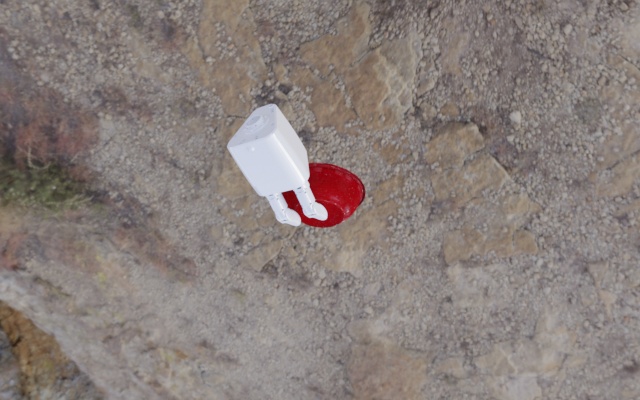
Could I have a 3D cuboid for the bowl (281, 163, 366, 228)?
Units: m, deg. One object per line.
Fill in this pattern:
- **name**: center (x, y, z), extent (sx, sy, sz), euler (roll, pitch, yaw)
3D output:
- **bowl**: center (0.001, 0.004, 0.868), extent (0.162, 0.055, 0.162), euler (4, -35, 3)
